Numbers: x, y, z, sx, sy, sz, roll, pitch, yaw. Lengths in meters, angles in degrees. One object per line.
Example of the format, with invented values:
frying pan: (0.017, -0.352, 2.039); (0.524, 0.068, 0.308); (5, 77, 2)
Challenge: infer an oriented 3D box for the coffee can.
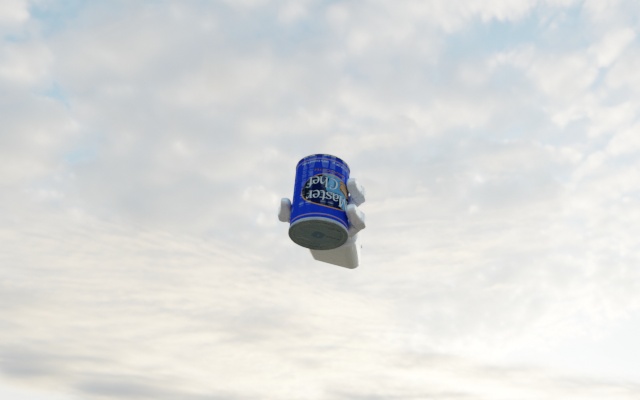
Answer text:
coffee can: (0.000, 0.003, 0.847); (0.103, 0.140, 0.103); (3, -34, 2)
